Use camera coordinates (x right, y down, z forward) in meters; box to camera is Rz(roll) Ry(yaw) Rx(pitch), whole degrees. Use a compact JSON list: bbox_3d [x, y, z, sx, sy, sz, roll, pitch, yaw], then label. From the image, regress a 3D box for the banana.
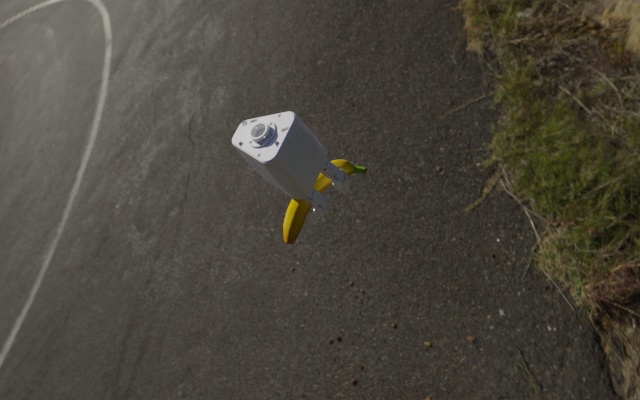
[{"bbox_3d":[-0.009,-0.010,0.861,0.069,0.198,0.037,43,-4,33],"label":"banana"}]
